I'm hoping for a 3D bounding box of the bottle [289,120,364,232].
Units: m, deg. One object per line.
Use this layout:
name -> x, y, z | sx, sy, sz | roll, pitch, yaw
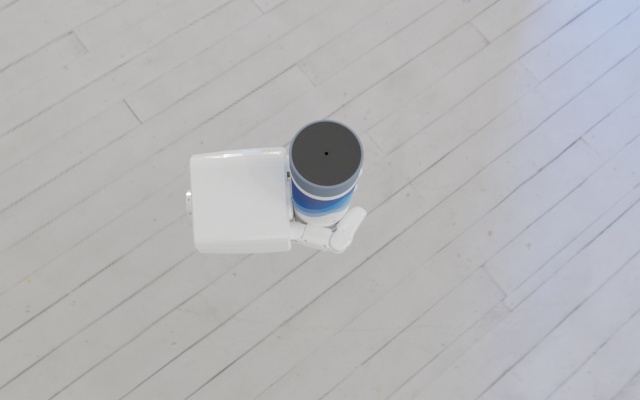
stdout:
bottle -> 0.000, 0.002, 0.561 | 0.069, 0.069, 0.296 | 0, -17, -2
